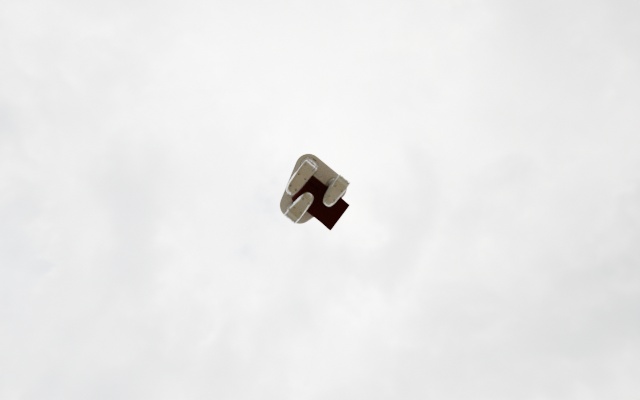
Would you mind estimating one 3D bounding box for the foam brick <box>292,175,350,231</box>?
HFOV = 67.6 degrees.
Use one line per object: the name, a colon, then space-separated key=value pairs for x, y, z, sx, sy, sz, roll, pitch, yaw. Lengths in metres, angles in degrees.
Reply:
foam brick: x=0.000 y=0.003 z=0.760 sx=0.078 sy=0.053 sz=0.051 roll=39 pitch=-1 yaw=-4
